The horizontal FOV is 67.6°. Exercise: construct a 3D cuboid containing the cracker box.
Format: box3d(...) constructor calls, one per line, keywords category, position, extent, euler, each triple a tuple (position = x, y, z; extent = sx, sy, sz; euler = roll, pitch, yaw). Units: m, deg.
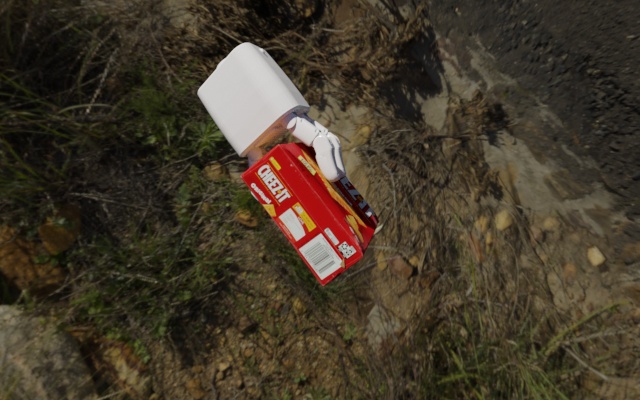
box3d(category="cracker box", position=(0.000, 0.002, 0.646), extent=(0.072, 0.164, 0.213), euler=(-37, -1, 15))
